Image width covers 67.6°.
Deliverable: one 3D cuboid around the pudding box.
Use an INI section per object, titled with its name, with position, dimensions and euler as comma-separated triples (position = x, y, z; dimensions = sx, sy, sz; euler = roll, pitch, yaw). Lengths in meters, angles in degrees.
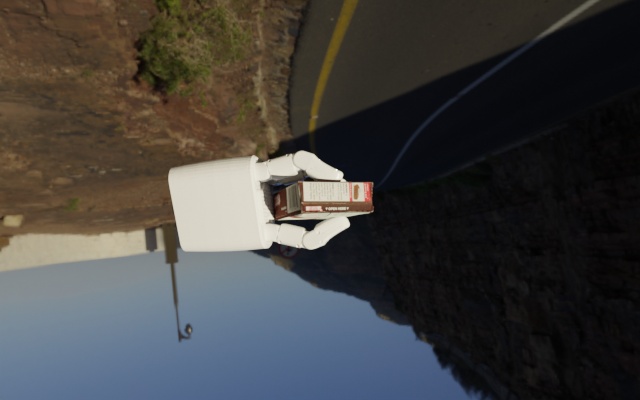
[pudding box]
position = 0.000, 0.002, 0.573
dimensions = 0.090, 0.039, 0.113
euler = -1, -4, -20
